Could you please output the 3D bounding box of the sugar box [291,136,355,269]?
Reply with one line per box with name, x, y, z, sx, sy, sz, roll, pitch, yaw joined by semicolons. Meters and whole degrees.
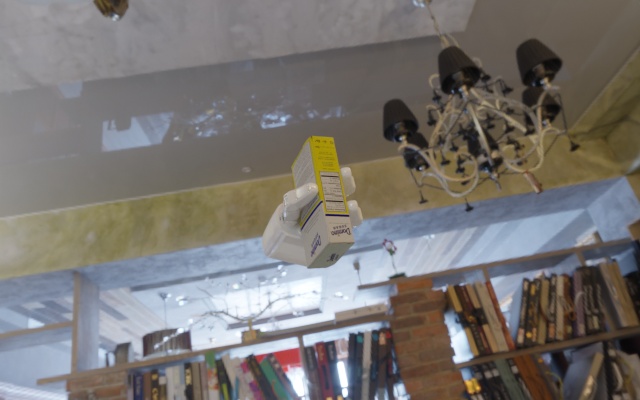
sugar box;0.001;0.002;0.704;0.048;0.176;0.093;0;-28;-23
